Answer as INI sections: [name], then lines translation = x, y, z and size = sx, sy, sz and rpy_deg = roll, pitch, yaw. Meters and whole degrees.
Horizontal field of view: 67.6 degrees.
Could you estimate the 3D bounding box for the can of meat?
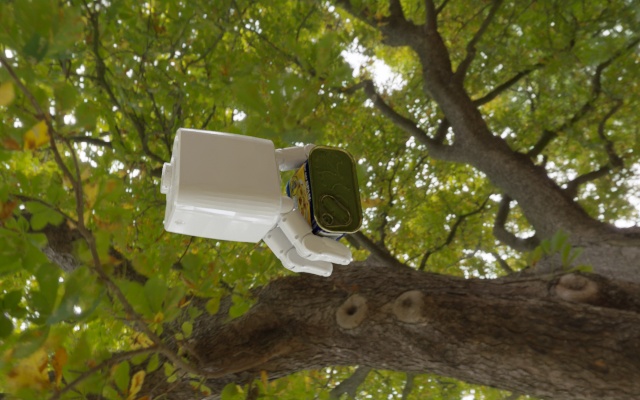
[can of meat]
translation = 0.000, 0.002, 0.546
size = 0.057, 0.102, 0.084
rpy_deg = 4, -24, -25
